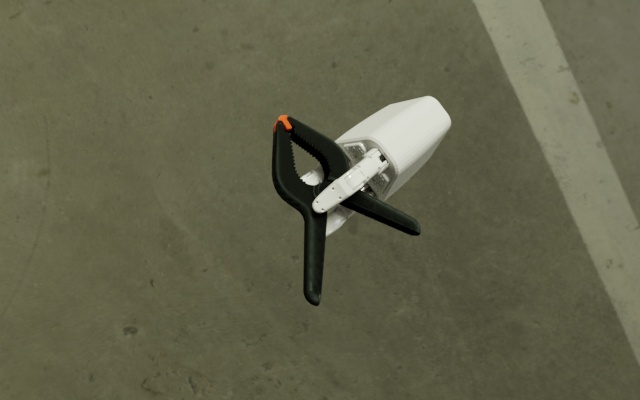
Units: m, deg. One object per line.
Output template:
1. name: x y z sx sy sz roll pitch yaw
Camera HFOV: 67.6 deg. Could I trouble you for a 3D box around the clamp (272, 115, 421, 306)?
1. clamp: 0.000 0.001 0.545 0.164 0.210 0.036 -38 2 -22
